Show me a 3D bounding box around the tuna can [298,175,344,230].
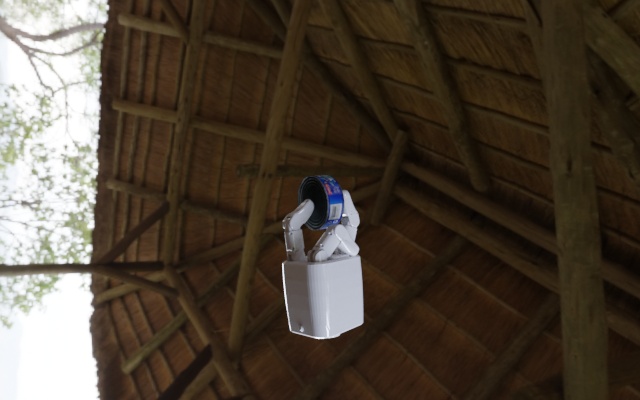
[{"bbox_3d":[0.001,0.002,0.750,0.034,0.086,0.086,-7,4,-34],"label":"tuna can"}]
